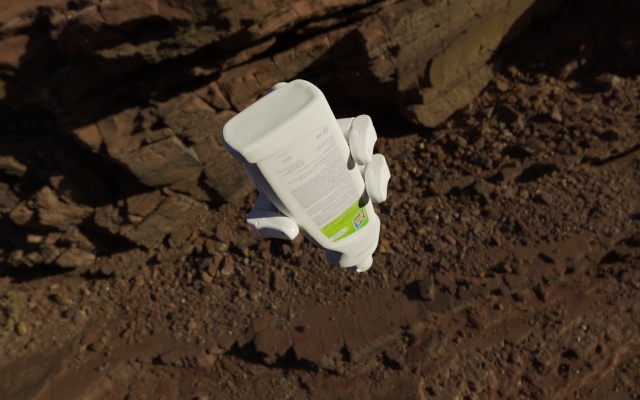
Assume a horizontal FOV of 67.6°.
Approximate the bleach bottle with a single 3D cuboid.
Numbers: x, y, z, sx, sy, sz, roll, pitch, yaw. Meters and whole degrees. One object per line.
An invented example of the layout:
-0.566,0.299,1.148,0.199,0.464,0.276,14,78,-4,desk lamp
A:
0.000,0.002,0.510,0.102,0.251,0.068,-34,43,-6,bleach bottle
